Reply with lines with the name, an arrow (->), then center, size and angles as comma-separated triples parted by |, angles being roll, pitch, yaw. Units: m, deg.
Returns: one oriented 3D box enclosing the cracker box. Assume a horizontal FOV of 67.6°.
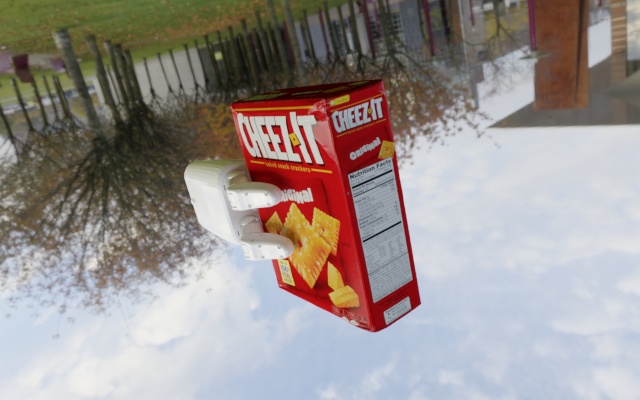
cracker box -> 0.000, 0.002, 0.462 | 0.072, 0.214, 0.164 | -25, 22, -32
